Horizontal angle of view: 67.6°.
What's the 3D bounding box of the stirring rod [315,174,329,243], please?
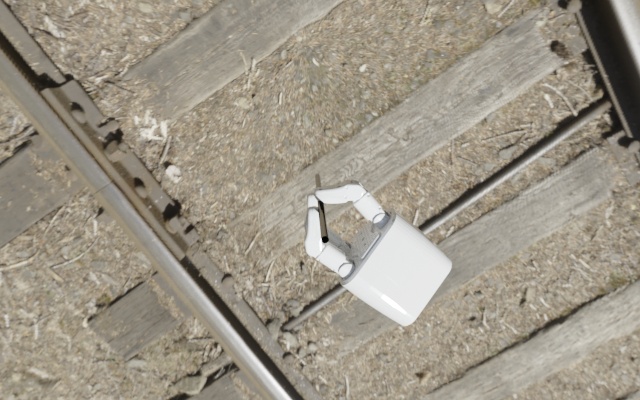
[{"bbox_3d":[0.000,0.002,0.593,0.011,0.011,0.239,0,18,-2],"label":"stirring rod"}]
